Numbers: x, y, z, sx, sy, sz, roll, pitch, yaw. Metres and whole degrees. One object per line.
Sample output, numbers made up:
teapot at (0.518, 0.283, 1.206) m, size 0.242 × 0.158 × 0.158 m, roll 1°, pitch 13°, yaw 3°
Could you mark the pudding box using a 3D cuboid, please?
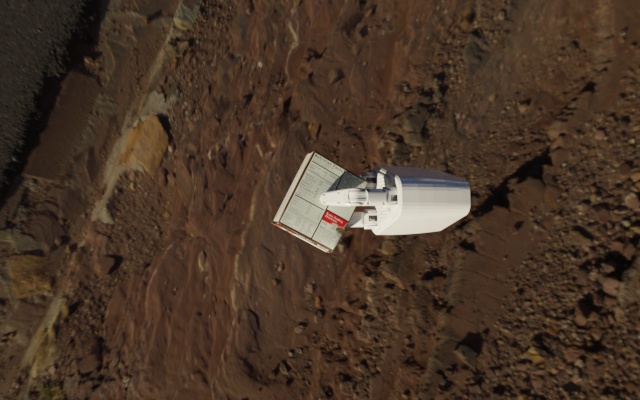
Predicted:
pudding box at (0.000, 0.002, 0.649) m, size 0.090 × 0.113 × 0.039 m, roll 29°, pitch -11°, yaw -13°
